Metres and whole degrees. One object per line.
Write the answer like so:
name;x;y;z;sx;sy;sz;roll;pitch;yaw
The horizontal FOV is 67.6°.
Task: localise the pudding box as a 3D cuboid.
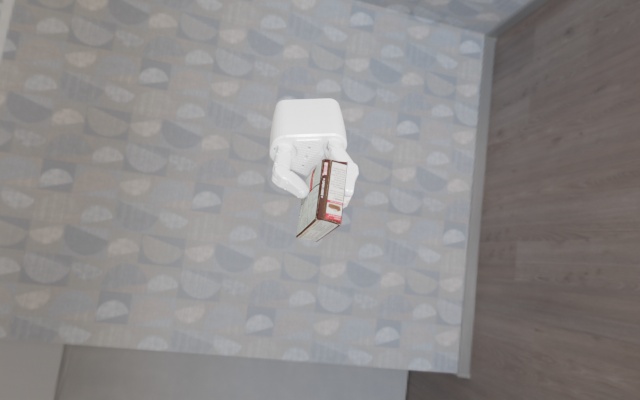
pudding box;0.000;0.002;0.668;0.039;0.090;0.113;10;-19;-12
